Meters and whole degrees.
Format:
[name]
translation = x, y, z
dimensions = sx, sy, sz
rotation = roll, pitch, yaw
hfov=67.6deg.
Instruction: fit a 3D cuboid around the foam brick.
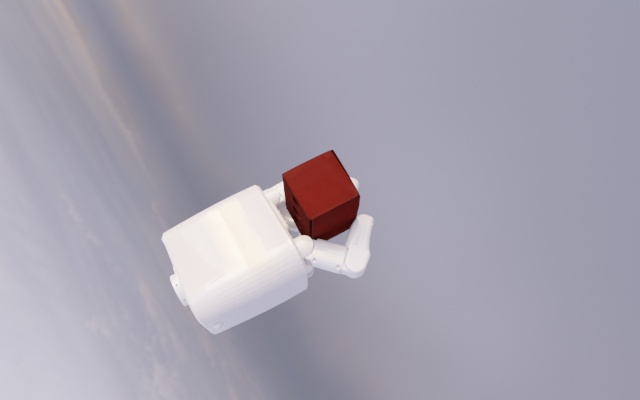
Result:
[foam brick]
translation = 0.000, 0.001, 0.442
dimensions = 0.051, 0.053, 0.078
rotation = -25, -22, -12
